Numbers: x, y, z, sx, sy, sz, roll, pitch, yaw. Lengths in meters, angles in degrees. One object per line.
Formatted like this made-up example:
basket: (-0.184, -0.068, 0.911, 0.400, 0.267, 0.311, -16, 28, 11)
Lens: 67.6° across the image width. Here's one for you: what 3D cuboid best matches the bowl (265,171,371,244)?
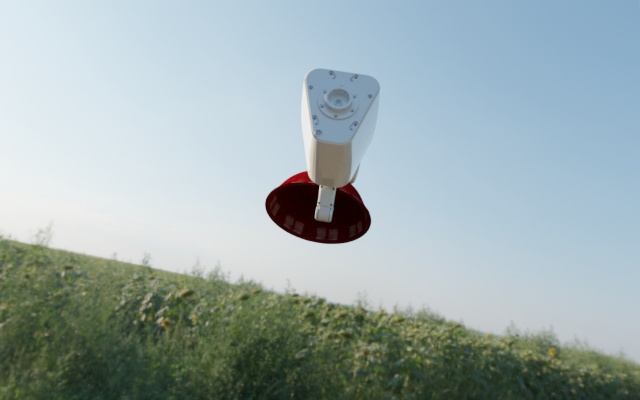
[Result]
bowl: (0.000, 0.003, 0.729, 0.162, 0.055, 0.162, 8, -35, 6)
